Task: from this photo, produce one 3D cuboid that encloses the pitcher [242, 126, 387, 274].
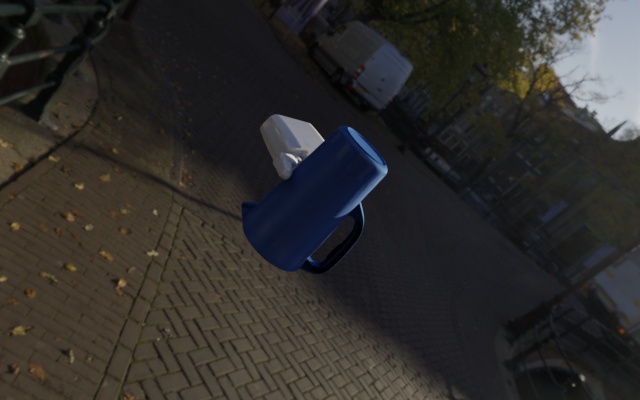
[{"bbox_3d":[0.000,0.002,0.799,0.243,0.145,0.149,-45,-38,17],"label":"pitcher"}]
